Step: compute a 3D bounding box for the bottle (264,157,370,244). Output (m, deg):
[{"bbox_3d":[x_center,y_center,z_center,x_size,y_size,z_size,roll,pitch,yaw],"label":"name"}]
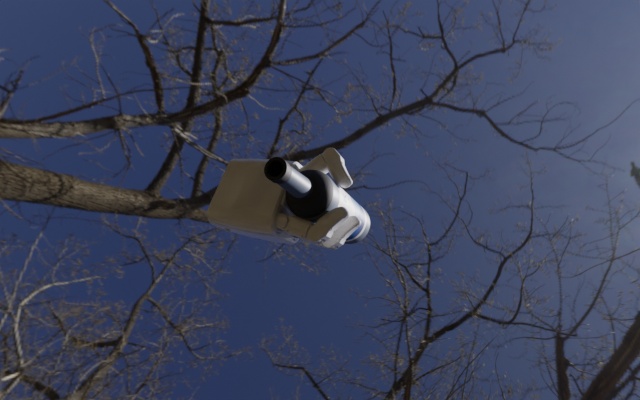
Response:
[{"bbox_3d":[0.000,0.002,0.650,0.069,0.069,0.296,0,-14,20],"label":"bottle"}]
